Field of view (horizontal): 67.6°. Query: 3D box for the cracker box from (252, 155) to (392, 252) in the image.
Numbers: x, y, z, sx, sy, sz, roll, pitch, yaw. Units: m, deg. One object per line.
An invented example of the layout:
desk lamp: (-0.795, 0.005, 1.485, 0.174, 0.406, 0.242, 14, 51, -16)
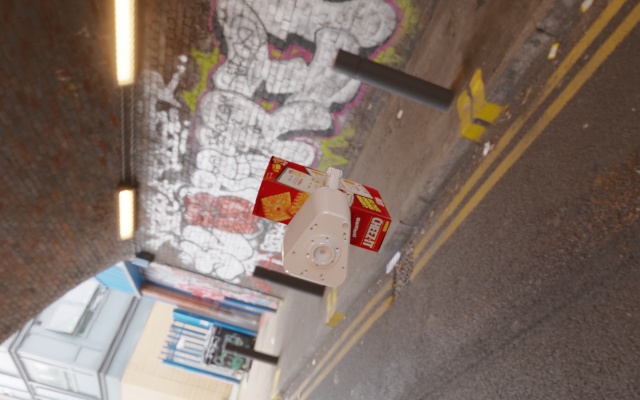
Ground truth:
cracker box: (0.000, 0.002, 0.822, 0.214, 0.072, 0.164, 18, 17, -7)
